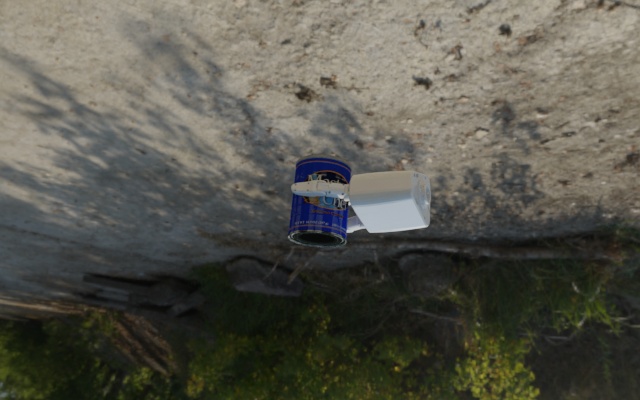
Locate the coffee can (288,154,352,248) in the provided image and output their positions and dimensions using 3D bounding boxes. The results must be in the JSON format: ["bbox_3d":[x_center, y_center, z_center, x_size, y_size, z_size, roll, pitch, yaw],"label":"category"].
[{"bbox_3d":[0.000,0.003,0.846,0.103,0.140,0.103,5,-19,2],"label":"coffee can"}]
